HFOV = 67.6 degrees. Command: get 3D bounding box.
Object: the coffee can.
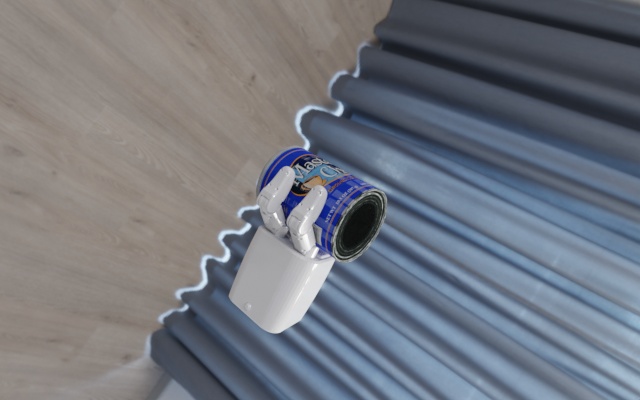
[{"bbox_3d":[0.000,0.002,0.621,0.140,0.103,0.103,31,18,33],"label":"coffee can"}]
